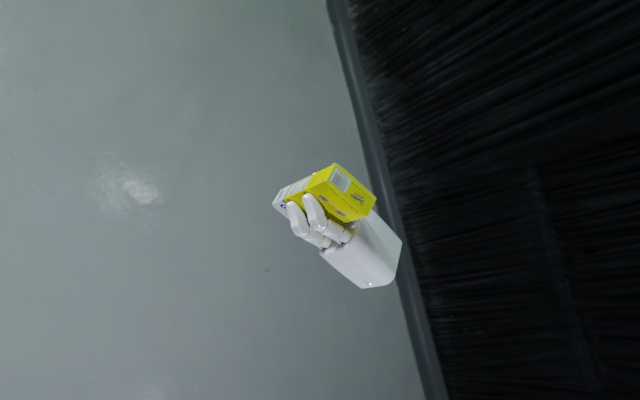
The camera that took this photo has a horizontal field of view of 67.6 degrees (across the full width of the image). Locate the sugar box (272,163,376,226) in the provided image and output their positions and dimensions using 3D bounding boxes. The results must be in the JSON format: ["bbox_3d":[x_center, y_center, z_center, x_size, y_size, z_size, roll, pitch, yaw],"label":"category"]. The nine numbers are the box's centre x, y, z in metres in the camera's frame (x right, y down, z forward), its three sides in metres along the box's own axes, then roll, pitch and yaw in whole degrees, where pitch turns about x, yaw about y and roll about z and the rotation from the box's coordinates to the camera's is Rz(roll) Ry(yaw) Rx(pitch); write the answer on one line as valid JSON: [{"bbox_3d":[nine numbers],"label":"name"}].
[{"bbox_3d":[0.000,0.003,0.799,0.093,0.048,0.176,40,-34,-18],"label":"sugar box"}]
